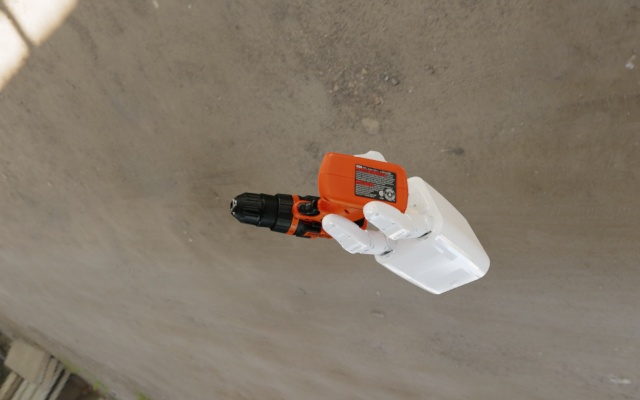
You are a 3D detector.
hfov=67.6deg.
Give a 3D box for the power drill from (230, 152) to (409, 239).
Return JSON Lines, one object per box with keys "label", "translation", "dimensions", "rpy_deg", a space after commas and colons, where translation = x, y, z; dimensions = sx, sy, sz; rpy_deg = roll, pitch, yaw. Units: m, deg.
{"label": "power drill", "translation": [0.001, 0.002, 0.564], "dimensions": [0.184, 0.057, 0.188], "rpy_deg": [8, -16, -22]}
